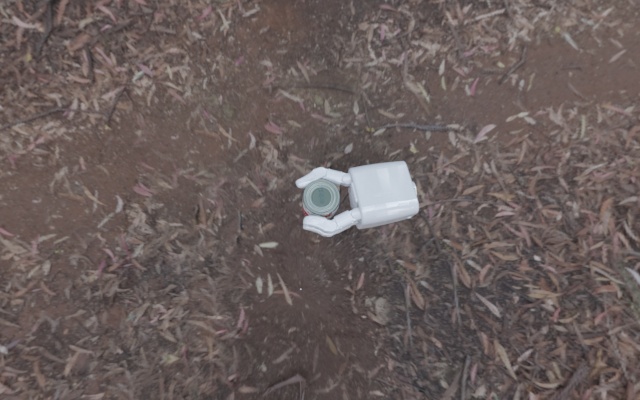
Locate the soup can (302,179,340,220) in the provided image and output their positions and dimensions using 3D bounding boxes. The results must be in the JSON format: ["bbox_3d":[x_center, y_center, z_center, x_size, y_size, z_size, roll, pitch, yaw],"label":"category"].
[{"bbox_3d":[0.000,0.003,0.886,0.068,0.068,0.102,0,-10,-2],"label":"soup can"}]
